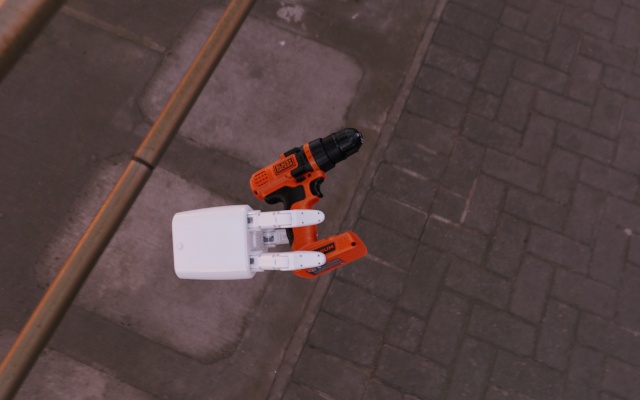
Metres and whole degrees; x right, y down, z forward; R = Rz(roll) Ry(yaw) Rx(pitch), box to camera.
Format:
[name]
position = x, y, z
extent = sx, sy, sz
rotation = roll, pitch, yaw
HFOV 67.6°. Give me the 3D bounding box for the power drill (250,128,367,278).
[power drill]
position = 0.000, 0.003, 0.684
extent = 0.184, 0.187, 0.057
rotation = -27, -27, 15
